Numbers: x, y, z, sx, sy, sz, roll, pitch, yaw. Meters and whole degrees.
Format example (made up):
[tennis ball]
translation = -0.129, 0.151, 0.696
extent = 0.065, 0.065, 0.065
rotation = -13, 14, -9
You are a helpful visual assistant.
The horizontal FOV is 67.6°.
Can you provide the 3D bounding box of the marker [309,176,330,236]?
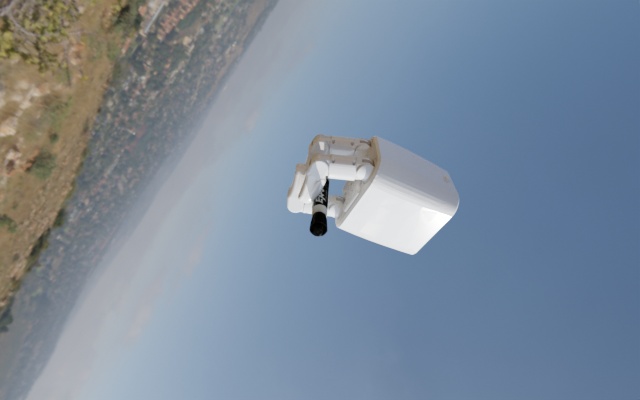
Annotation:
[marker]
translation = 0.000, 0.002, 0.540
extent = 0.020, 0.020, 0.121
rotation = 0, 31, 2
